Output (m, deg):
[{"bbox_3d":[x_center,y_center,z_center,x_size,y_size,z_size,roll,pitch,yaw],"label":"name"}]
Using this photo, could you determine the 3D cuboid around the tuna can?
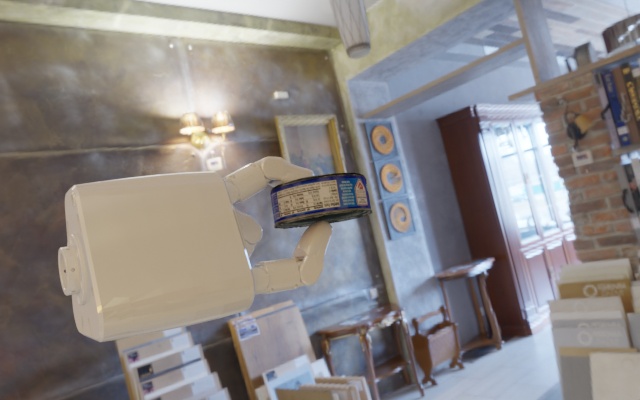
[{"bbox_3d":[0.000,0.001,0.414,0.086,0.033,0.086,-9,-7,-1],"label":"tuna can"}]
